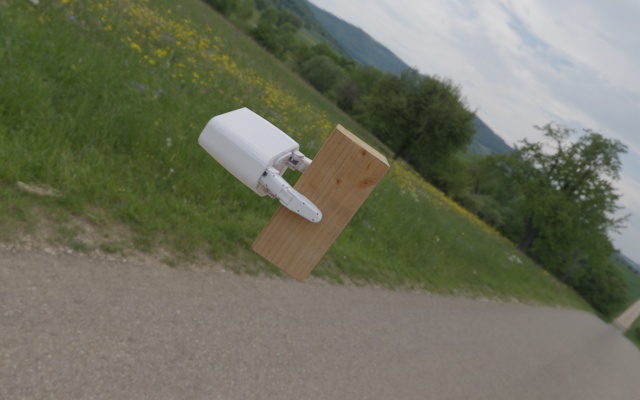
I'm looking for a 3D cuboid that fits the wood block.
[{"bbox_3d":[0.000,0.002,0.690,0.090,0.206,0.091,35,13,-4],"label":"wood block"}]
